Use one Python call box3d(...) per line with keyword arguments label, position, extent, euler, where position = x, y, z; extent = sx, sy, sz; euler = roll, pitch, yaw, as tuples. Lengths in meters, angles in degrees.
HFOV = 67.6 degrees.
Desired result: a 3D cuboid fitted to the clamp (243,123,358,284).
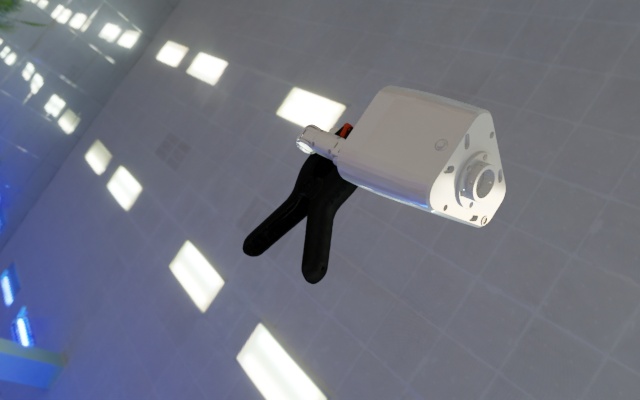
box3d(label="clamp", position=(0.000, 0.002, 0.471), extent=(0.120, 0.171, 0.039), euler=(28, -9, 46))
